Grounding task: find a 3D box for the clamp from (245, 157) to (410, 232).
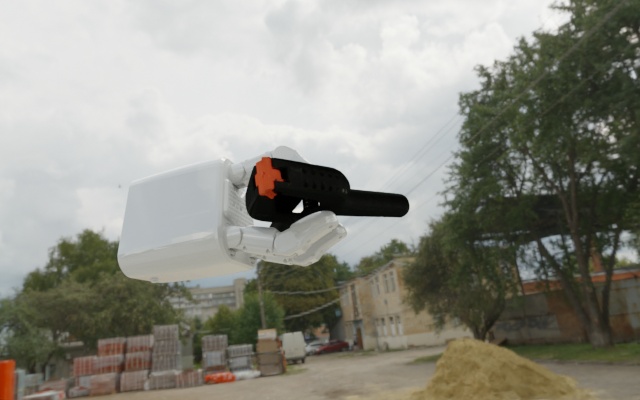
[{"bbox_3d":[0.000,0.001,0.453,0.164,0.036,0.210,-13,-17,9],"label":"clamp"}]
